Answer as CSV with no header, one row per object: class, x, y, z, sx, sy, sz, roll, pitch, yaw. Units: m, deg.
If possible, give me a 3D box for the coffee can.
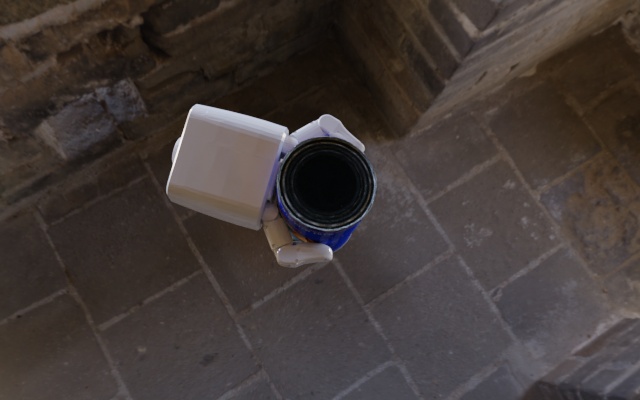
coffee can,0.000,0.002,0.547,0.103,0.102,0.140,0,-17,-6
